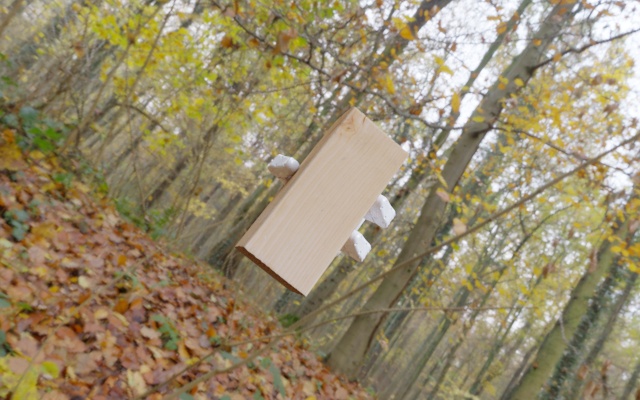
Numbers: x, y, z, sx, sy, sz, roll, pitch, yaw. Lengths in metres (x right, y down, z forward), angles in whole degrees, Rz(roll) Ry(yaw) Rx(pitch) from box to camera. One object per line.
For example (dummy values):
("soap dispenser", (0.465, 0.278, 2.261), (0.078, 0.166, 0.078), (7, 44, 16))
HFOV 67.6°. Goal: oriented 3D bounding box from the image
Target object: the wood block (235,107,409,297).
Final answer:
("wood block", (0.000, 0.002, 0.574), (0.091, 0.206, 0.090), (39, -14, -9))
